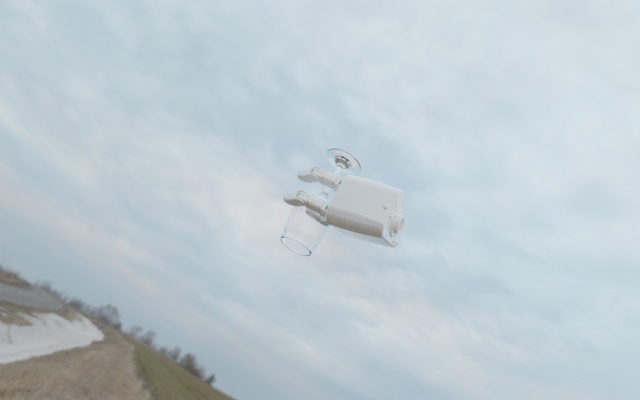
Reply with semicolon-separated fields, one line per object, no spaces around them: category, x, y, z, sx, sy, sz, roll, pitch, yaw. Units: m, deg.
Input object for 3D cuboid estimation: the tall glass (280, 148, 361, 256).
tall glass;0.000;0.002;0.884;0.079;0.201;0.079;24;-24;12
